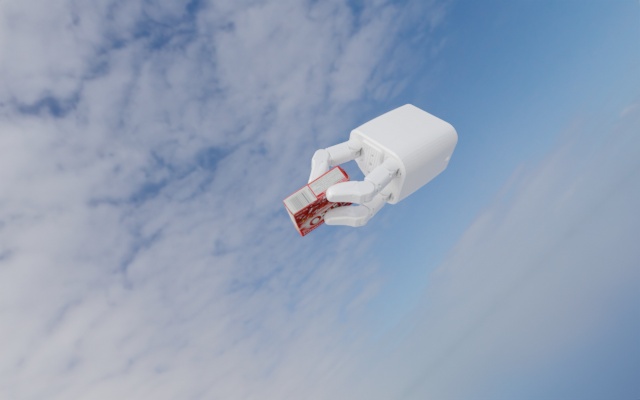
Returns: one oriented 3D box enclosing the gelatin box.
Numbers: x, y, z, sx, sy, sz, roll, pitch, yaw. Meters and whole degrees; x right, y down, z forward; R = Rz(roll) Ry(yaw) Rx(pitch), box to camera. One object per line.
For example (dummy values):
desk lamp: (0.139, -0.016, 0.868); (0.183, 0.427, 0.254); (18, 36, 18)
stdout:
gelatin box: (0.000, 0.002, 0.637); (0.089, 0.030, 0.073); (-33, -26, -8)
